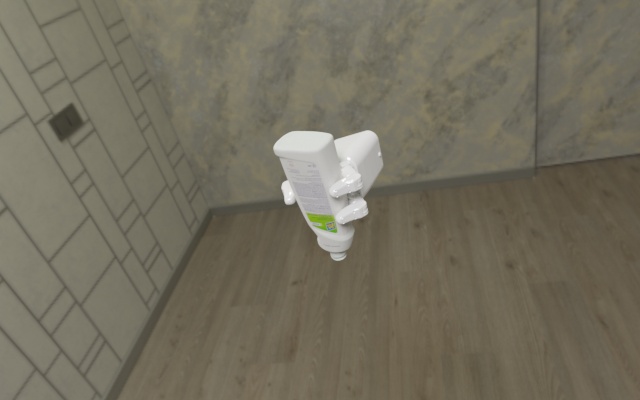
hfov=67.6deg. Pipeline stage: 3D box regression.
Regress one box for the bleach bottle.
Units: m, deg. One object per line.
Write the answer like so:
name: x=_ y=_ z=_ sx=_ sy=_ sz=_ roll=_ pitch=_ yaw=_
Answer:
bleach bottle: x=0.000 y=0.003 z=0.848 sx=0.102 sy=0.251 sz=0.068 roll=8 pitch=39 yaw=32
